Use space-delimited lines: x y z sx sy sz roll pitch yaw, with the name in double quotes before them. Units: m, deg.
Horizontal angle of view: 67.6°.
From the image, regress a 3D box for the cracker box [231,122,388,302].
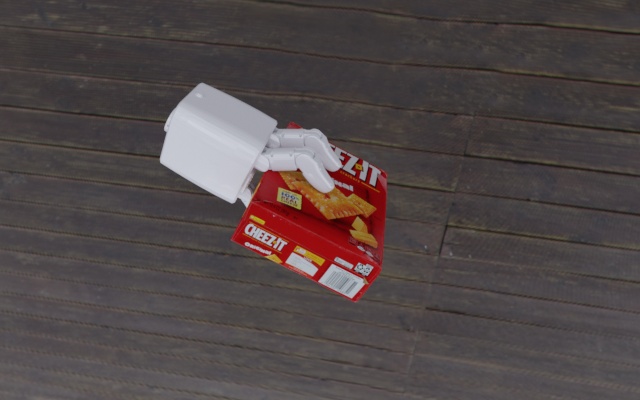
"cracker box" 0.000 0.002 0.607 0.164 0.072 0.213 28 34 -9
